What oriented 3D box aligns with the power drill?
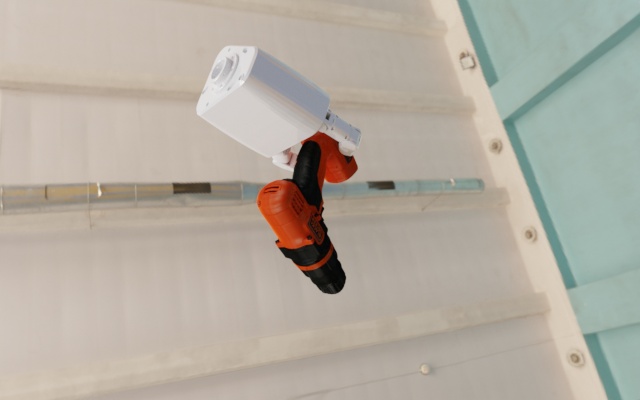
[{"bbox_3d":[0.000,0.001,0.605,0.057,0.187,0.185,-8,-46,24],"label":"power drill"}]
